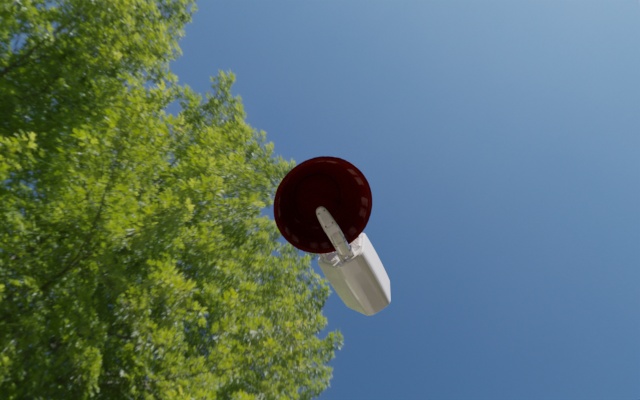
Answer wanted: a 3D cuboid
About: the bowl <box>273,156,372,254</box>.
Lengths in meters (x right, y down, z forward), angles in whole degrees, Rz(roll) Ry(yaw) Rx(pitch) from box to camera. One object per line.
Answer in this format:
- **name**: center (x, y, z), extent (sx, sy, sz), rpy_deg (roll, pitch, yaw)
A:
- **bowl**: center (0.000, 0.001, 0.780), extent (0.162, 0.162, 0.055), rpy_deg (0, 16, -13)
